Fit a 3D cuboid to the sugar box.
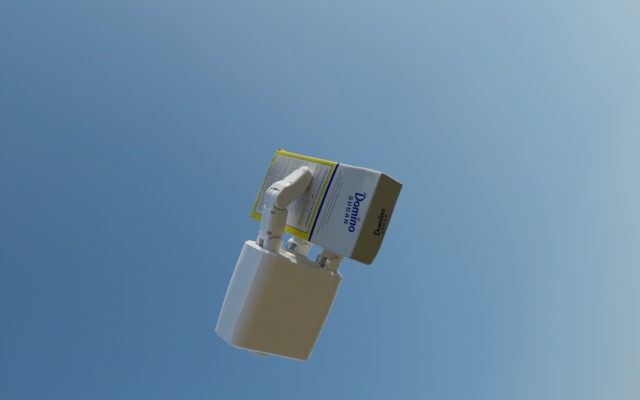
[{"bbox_3d":[0.000,0.002,0.538,0.176,0.093,0.048,19,-3,44],"label":"sugar box"}]
